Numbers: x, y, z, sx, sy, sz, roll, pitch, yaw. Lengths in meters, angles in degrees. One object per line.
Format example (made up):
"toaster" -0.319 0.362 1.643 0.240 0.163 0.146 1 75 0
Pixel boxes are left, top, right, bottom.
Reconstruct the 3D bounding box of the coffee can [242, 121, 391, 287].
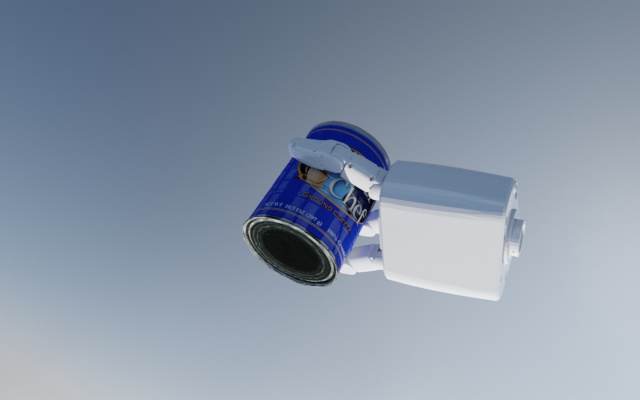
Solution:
"coffee can" 0.000 0.001 0.489 0.103 0.140 0.103 21 -36 16
